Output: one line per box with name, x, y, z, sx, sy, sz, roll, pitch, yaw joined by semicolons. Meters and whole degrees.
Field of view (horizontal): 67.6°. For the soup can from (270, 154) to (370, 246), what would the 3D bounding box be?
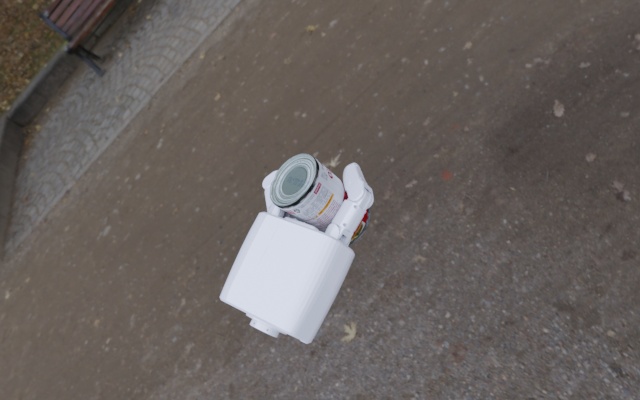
soup can;0.000;0.001;0.537;0.068;0.068;0.102;0;-28;43
